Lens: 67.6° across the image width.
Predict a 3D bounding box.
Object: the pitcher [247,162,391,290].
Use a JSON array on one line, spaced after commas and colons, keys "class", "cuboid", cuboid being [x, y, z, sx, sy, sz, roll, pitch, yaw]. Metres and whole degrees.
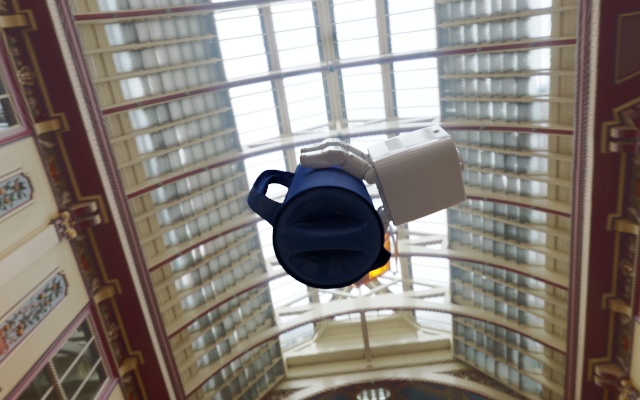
[{"class": "pitcher", "cuboid": [0.000, 0.002, 0.661, 0.145, 0.149, 0.242, -20, 19, 7]}]
